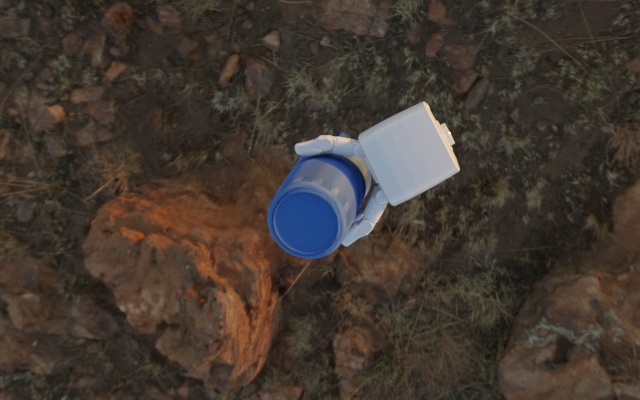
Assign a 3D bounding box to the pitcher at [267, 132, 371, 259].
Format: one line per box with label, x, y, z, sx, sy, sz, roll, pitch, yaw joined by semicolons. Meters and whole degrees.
pitcher;0.000;0.002;0.730;0.145;0.149;0.242;-26;11;18
